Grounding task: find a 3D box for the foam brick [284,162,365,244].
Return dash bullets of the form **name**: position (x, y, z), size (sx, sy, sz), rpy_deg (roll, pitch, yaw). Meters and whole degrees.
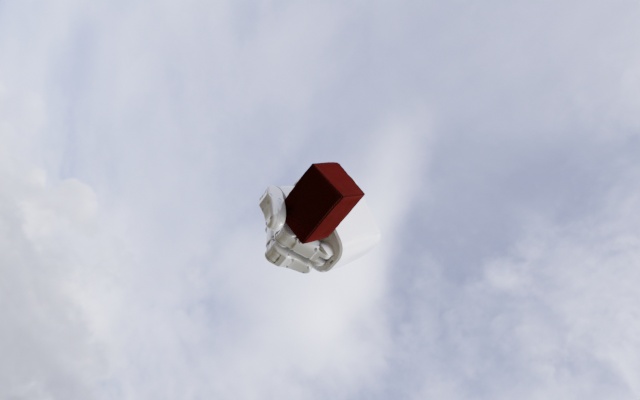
- **foam brick**: position (0.000, 0.002, 0.533), size (0.051, 0.053, 0.078), rpy_deg (-9, -35, -54)
